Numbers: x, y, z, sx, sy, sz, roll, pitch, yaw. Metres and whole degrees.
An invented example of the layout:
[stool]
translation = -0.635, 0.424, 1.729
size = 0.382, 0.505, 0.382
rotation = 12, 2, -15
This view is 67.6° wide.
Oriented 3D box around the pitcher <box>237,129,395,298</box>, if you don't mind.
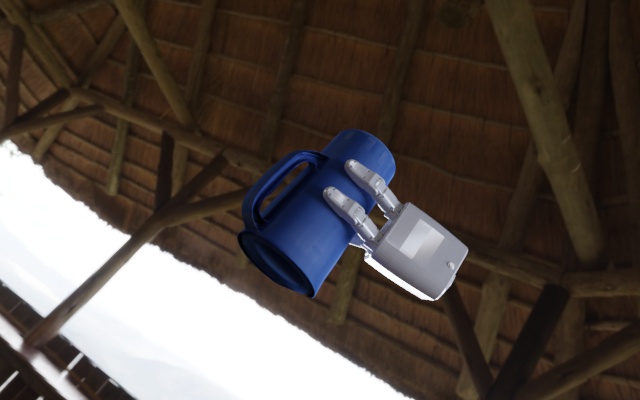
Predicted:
[pitcher]
translation = 0.000, 0.002, 0.685
size = 0.145, 0.242, 0.149
rotation = 36, -26, 7
